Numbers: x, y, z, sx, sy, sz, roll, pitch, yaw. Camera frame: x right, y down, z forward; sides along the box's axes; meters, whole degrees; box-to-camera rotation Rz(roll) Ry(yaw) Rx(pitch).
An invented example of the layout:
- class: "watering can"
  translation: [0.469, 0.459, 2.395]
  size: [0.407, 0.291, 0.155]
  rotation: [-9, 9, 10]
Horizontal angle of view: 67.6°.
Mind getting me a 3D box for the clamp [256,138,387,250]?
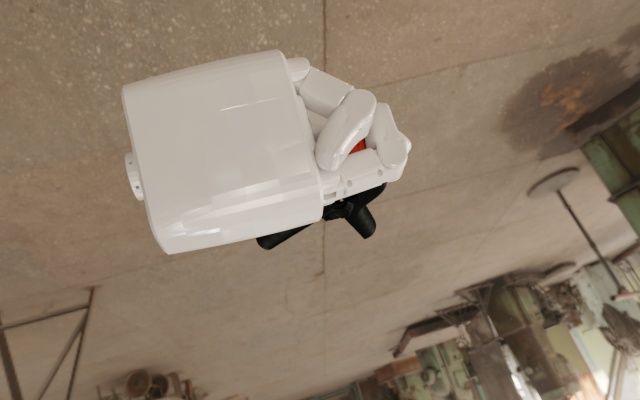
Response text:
- class: "clamp"
  translation: [0.000, 0.002, 0.412]
  size: [0.120, 0.039, 0.172]
  rotation: [-14, -27, -10]
